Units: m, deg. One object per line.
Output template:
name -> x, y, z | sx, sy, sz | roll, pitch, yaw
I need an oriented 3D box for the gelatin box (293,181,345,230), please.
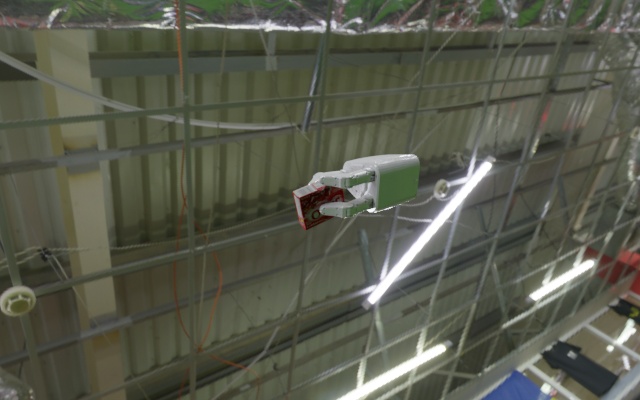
gelatin box -> 0.000, 0.003, 0.862 | 0.089, 0.073, 0.030 | -24, 37, -19
